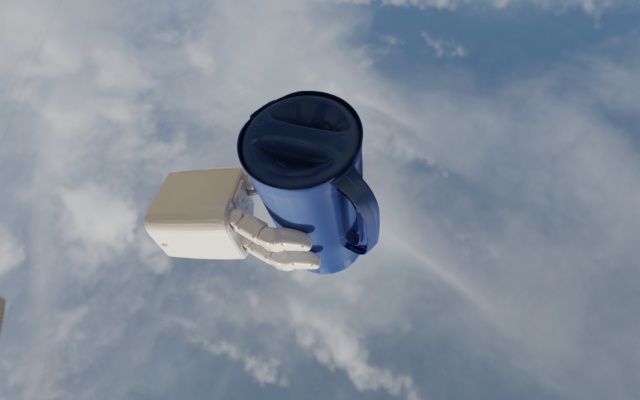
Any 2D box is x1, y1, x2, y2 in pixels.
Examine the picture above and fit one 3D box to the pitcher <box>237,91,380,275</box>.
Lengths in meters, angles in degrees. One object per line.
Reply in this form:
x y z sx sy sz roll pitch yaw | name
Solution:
0.000 0.002 0.583 0.145 0.149 0.243 -3 -33 8 | pitcher
